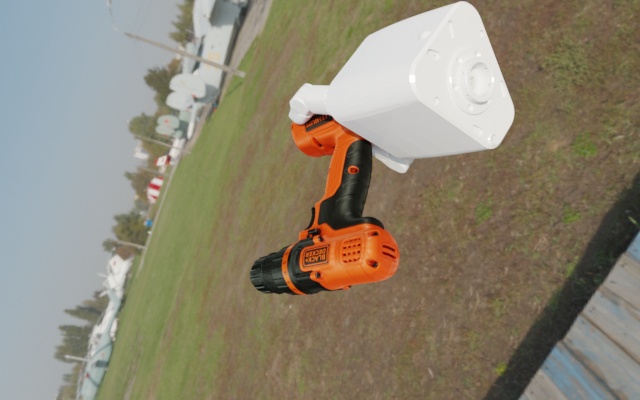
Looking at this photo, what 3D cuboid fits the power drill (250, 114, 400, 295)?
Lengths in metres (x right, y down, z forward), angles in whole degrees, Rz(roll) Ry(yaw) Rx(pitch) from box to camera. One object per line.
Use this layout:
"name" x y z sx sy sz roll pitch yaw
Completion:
"power drill" 0.000 0.001 0.486 0.184 0.187 0.057 -16 -28 42
